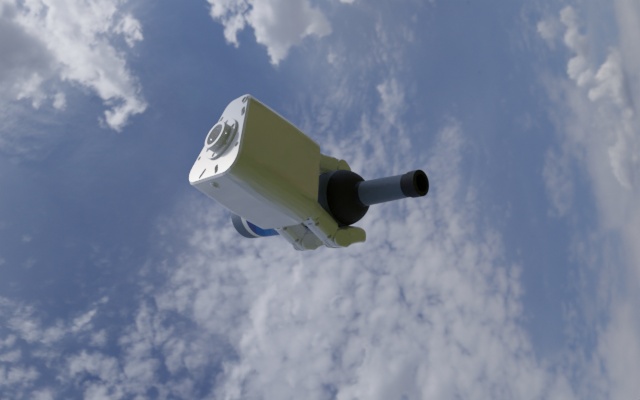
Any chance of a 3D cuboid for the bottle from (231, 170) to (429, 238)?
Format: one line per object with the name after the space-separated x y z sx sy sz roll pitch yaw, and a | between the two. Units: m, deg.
0.000 0.002 0.582 0.069 0.069 0.296 0 -8 -44 | bottle
